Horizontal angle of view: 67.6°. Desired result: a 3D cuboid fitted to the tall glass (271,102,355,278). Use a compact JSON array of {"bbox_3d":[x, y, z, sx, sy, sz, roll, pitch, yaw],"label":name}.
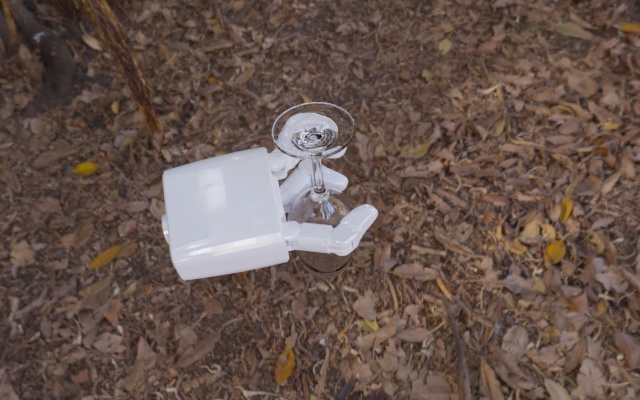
[{"bbox_3d":[0.000,0.001,0.493,0.079,0.079,0.201,0,-40,6],"label":"tall glass"}]
